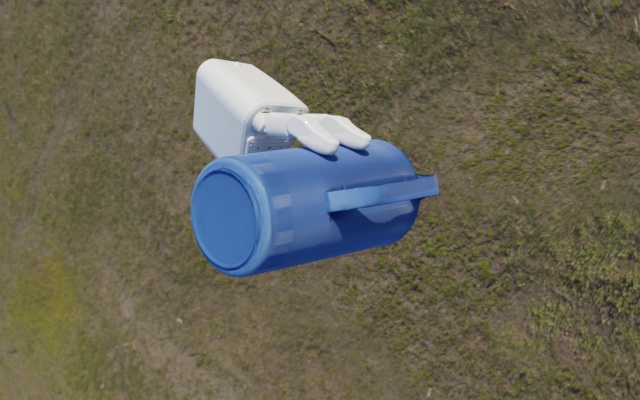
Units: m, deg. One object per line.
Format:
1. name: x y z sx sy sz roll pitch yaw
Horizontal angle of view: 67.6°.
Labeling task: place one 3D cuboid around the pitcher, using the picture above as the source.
1. pitcher: 0.000 0.002 0.498 0.243 0.149 0.145 -10 48 -50
